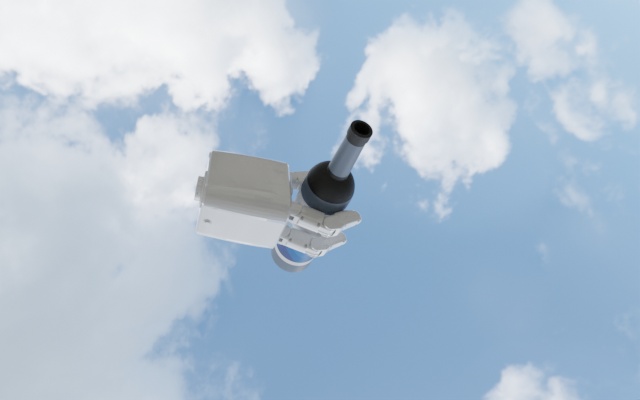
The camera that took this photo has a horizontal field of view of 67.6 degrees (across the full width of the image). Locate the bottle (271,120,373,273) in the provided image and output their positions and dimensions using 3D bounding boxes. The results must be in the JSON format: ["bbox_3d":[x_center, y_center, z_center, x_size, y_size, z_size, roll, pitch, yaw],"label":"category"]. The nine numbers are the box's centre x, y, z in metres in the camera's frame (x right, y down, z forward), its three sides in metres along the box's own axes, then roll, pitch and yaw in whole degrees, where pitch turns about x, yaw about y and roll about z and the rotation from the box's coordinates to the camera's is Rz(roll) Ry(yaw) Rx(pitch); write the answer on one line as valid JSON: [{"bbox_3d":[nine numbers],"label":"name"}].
[{"bbox_3d":[0.000,0.002,0.647,0.069,0.069,0.296,0,-34,-22],"label":"bottle"}]
